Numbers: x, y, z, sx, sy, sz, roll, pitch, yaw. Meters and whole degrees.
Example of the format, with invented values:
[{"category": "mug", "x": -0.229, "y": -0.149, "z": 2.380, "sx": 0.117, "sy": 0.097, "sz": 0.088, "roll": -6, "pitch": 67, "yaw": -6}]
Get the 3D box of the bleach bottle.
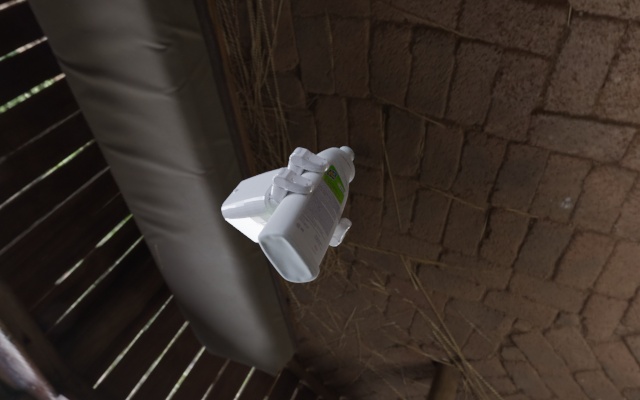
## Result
[{"category": "bleach bottle", "x": 0.000, "y": 0.002, "z": 0.745, "sx": 0.068, "sy": 0.103, "sz": 0.250, "roll": -12, "pitch": 32, "yaw": 37}]
